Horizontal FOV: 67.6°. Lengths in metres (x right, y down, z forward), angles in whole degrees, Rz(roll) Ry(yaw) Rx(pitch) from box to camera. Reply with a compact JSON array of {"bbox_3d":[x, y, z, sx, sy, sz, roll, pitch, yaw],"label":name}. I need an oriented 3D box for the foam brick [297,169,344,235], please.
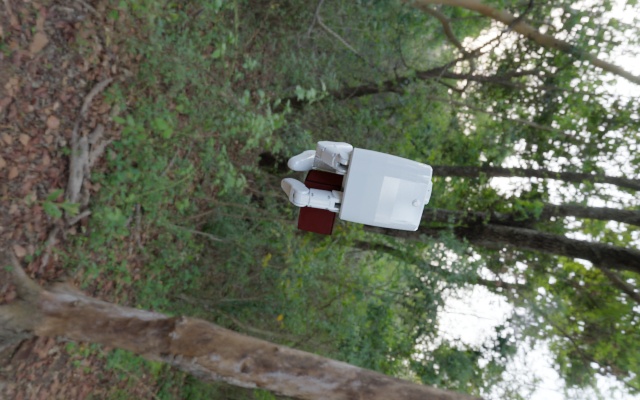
[{"bbox_3d":[0.000,0.002,0.683,0.051,0.078,0.053,11,23,2],"label":"foam brick"}]
